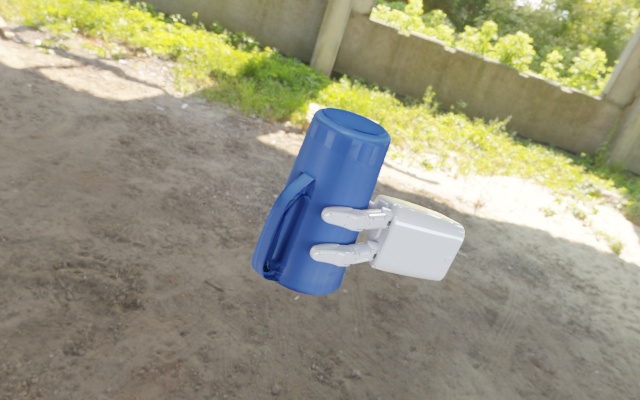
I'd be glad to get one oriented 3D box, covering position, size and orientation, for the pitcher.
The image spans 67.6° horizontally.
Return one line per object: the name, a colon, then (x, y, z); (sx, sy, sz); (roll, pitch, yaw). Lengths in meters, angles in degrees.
pitcher: (0.000, 0.002, 0.660); (0.145, 0.243, 0.149); (15, 23, -11)
